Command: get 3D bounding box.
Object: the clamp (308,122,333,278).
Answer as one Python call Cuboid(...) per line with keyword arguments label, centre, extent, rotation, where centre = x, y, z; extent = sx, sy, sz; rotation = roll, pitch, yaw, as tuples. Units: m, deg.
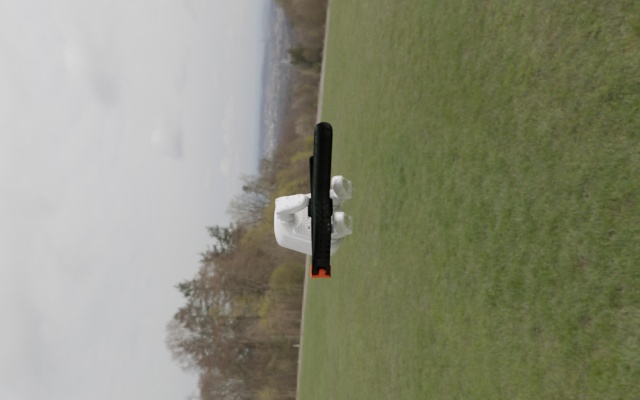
Cuboid(label="clamp", centre=(-0.001, 0.003, 0.681), extent=(0.036, 0.210, 0.165), rotation=(0, -18, -3))
